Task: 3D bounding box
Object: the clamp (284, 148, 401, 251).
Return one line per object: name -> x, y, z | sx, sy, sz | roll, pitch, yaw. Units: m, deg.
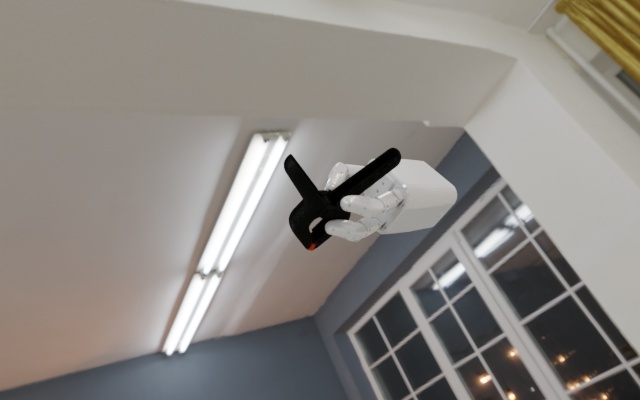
clamp -> 0.000, 0.002, 0.667 | 0.164, 0.036, 0.210 | 0, -39, -29
